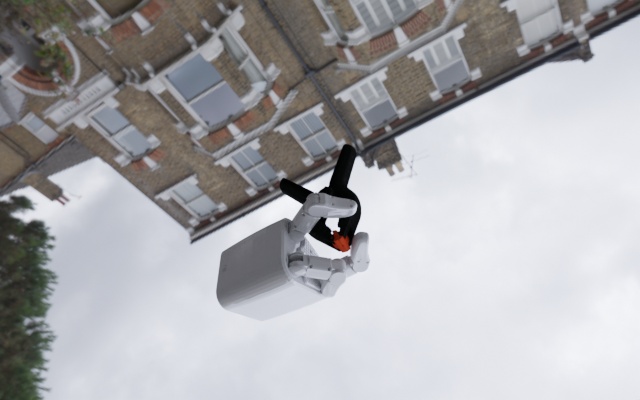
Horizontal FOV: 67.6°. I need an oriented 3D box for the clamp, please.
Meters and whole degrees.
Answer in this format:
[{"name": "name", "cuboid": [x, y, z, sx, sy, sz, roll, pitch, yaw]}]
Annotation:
[{"name": "clamp", "cuboid": [0.001, 0.003, 0.636, 0.120, 0.171, 0.039, -26, -50, 20]}]
